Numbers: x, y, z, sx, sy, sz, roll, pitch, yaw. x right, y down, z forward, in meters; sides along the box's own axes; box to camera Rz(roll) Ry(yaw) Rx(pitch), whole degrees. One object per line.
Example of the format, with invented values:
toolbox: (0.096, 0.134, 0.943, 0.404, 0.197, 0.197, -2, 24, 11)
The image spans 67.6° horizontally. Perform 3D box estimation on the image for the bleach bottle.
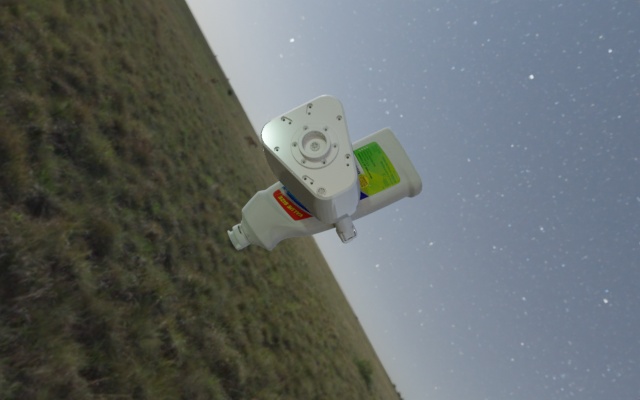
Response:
bleach bottle: (0.000, 0.002, 0.630, 0.251, 0.102, 0.068, -28, -13, -3)
